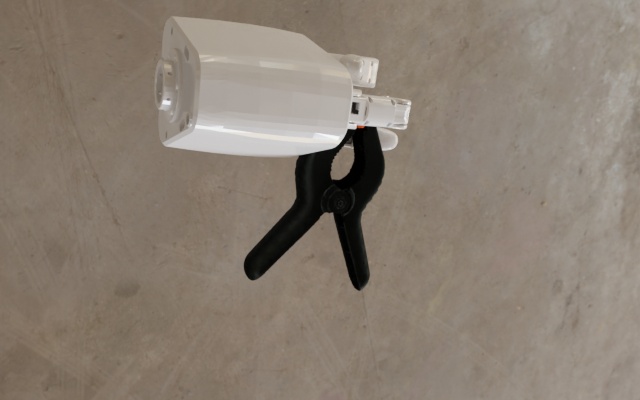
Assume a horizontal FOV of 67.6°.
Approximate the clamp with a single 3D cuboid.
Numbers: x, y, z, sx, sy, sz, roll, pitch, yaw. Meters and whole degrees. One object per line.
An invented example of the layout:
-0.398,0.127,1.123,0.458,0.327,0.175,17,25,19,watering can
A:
0.000,0.001,0.406,0.120,0.171,0.039,-1,16,-29,clamp
